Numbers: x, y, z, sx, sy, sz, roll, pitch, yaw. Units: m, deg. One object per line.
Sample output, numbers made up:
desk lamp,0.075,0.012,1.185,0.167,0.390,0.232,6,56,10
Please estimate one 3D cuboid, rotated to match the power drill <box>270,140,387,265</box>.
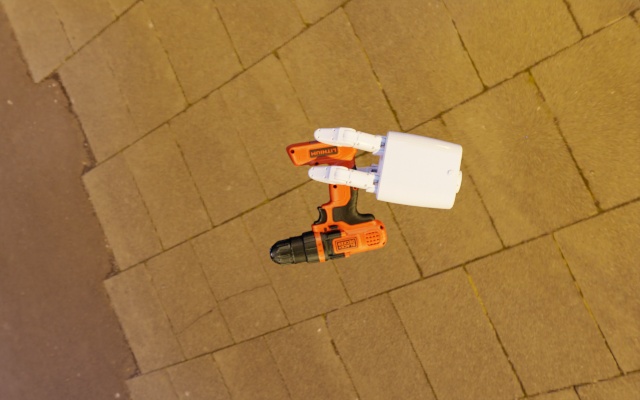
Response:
power drill,0.000,0.002,0.733,0.184,0.188,0.057,-11,14,-5
